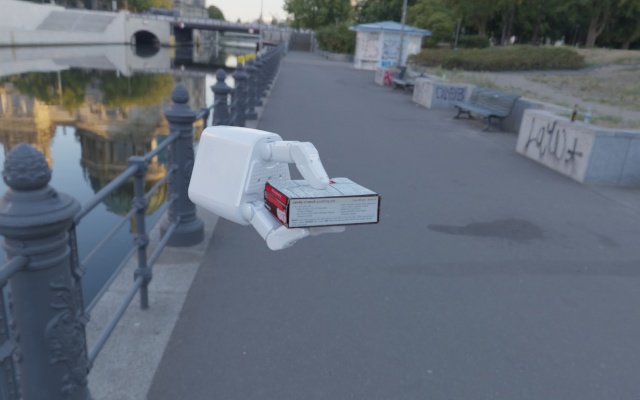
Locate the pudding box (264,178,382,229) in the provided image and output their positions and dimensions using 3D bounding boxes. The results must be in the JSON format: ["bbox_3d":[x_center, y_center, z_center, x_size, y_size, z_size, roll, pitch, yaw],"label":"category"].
[{"bbox_3d":[0.000,0.002,0.551,0.113,0.039,0.090,-4,16,-21],"label":"pudding box"}]
